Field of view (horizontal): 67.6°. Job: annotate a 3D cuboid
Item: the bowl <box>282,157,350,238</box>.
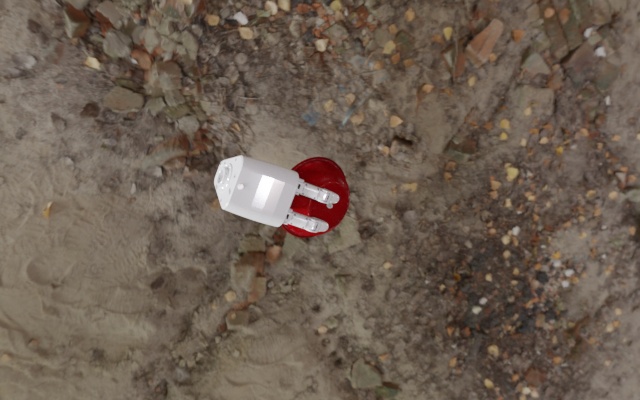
[{"bbox_3d":[0.001,0.003,0.889,0.162,0.162,0.055,0,17,-37],"label":"bowl"}]
